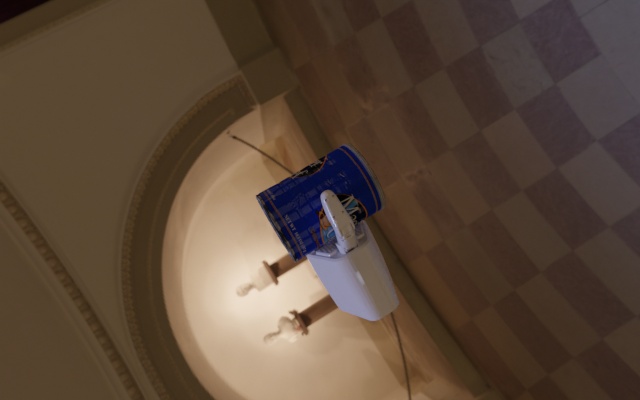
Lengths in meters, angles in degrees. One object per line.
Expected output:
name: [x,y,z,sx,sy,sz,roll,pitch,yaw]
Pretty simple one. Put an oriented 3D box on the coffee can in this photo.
coffee can: [0.000,0.002,0.634,0.140,0.103,0.103,-31,5,-9]
